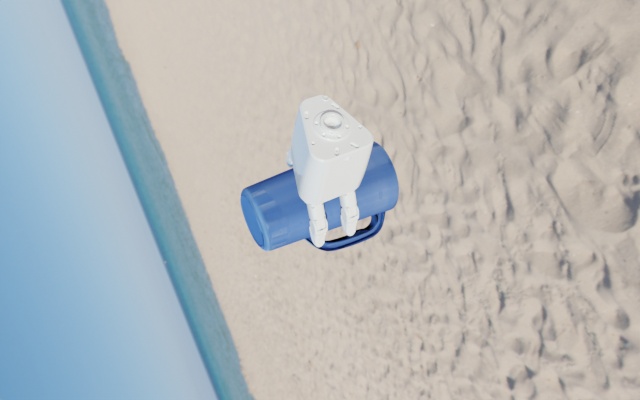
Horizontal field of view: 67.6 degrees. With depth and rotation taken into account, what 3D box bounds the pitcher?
[{"bbox_3d":[0.000,0.002,0.794,0.243,0.149,0.145,-21,-23,-20],"label":"pitcher"}]
